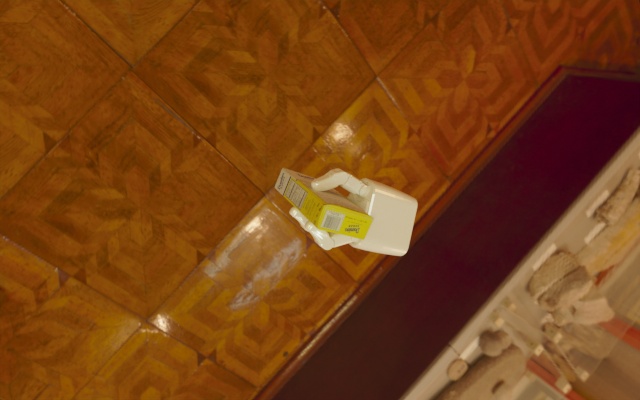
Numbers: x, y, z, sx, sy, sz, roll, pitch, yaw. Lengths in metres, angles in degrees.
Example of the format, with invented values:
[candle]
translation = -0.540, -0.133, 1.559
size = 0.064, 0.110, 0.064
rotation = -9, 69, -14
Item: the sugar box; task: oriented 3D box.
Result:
[sugar box]
translation = 0.000, 0.003, 0.784
size = 0.093, 0.048, 0.176
rotation = 16, 11, -32
